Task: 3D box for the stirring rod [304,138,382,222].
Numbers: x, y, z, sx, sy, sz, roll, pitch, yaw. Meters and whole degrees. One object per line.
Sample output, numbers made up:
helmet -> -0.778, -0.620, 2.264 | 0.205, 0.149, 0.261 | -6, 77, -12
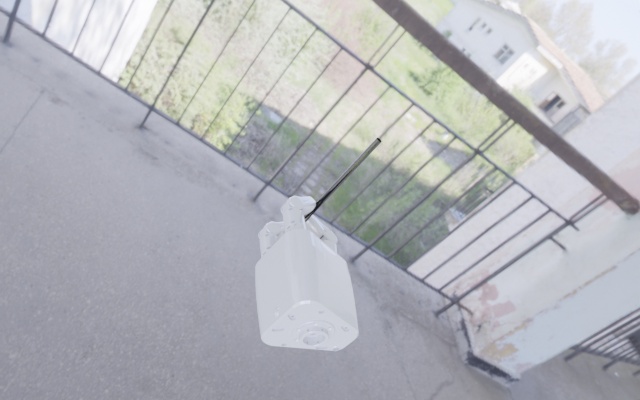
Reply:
stirring rod -> 0.000, 0.002, 0.646 | 0.011, 0.011, 0.240 | 0, -40, -51
